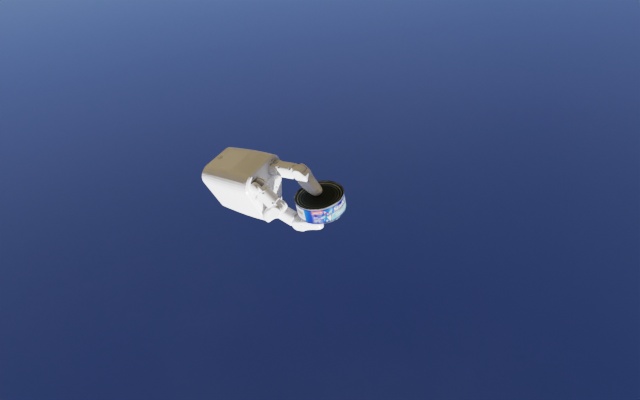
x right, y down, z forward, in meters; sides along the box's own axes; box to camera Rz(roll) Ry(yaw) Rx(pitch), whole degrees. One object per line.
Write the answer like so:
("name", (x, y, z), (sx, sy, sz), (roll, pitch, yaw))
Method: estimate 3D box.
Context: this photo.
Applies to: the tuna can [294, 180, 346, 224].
("tuna can", (0.000, 0.003, 0.813), (0.086, 0.034, 0.086), (-8, 35, 5))
